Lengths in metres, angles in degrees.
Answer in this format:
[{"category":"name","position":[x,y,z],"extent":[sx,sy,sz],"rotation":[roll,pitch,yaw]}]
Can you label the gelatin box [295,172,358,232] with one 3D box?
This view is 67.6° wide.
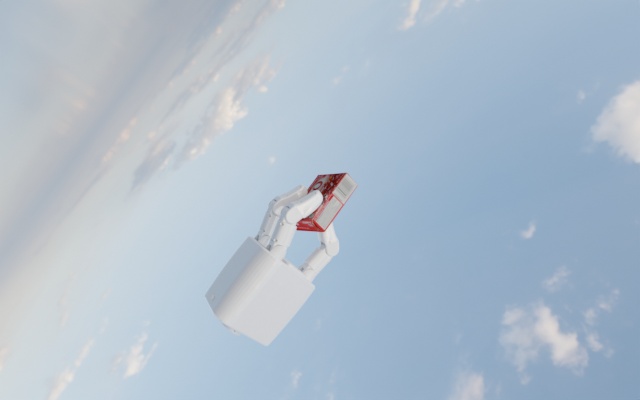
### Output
[{"category":"gelatin box","position":[0.001,0.002,0.668],"extent":[0.030,0.089,0.073],"rotation":[46,-23,-24]}]
